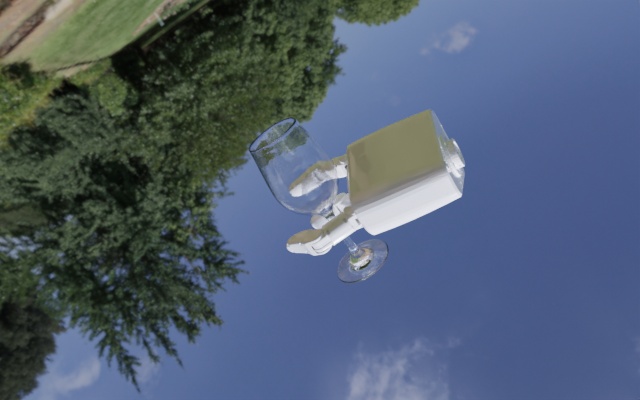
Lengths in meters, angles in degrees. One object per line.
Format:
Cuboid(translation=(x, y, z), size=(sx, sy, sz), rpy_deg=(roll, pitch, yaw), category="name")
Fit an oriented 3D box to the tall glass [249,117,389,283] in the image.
Cuboid(translation=(0.000, 0.002, 0.558), size=(0.079, 0.201, 0.079), rpy_deg=(-29, 25, 15), category="tall glass")
